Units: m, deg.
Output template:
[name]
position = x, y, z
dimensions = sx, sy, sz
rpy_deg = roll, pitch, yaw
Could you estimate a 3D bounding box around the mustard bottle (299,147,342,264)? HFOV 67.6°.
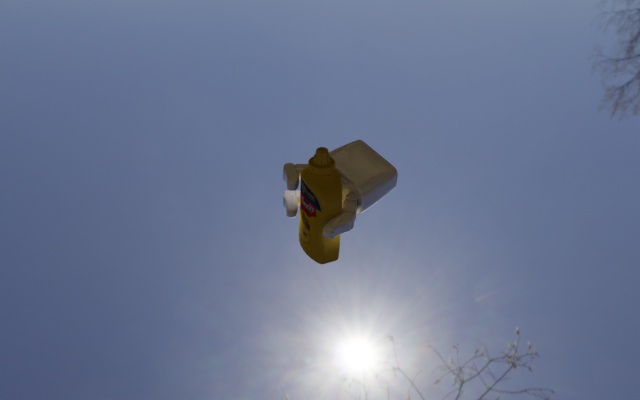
[mustard bottle]
position = 0.000, 0.003, 0.759
dimensions = 0.058, 0.192, 0.096
rpy_deg = -12, 38, -20
